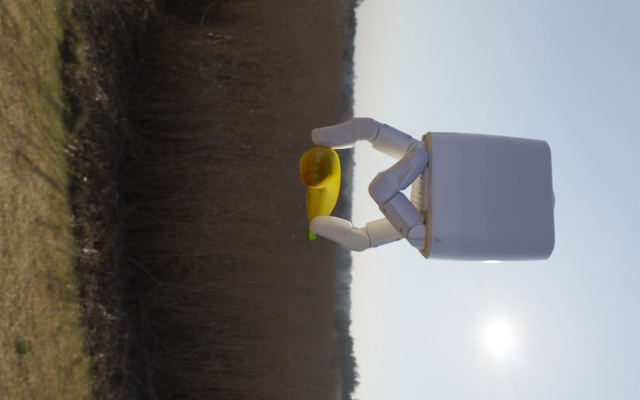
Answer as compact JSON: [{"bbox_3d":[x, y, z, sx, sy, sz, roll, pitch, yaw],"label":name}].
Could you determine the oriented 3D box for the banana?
[{"bbox_3d":[0.001,-0.015,0.477,0.037,0.069,0.198,3,-19,2],"label":"banana"}]
